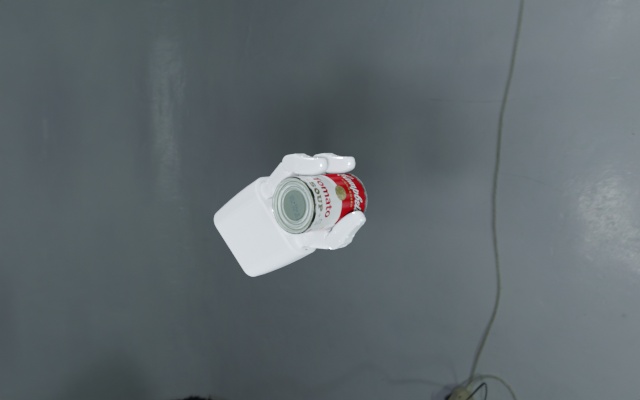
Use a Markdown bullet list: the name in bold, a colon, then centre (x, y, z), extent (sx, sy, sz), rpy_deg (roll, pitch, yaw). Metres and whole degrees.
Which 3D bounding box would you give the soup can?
- **soup can**: centre (0.000, 0.002, 0.577), extent (0.068, 0.068, 0.102), rpy_deg (0, 4, 40)
